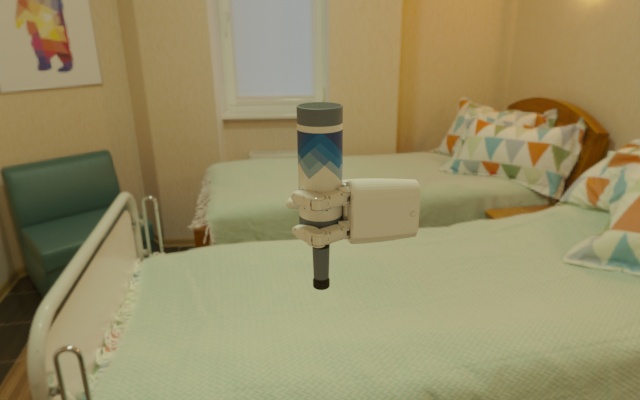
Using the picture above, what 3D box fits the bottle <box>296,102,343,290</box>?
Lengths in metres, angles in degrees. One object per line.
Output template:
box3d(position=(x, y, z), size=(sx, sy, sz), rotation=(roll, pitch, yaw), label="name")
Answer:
box3d(position=(0.000, 0.002, 0.733), size=(0.069, 0.296, 0.069), rotation=(0, 20, 0), label="bottle")
